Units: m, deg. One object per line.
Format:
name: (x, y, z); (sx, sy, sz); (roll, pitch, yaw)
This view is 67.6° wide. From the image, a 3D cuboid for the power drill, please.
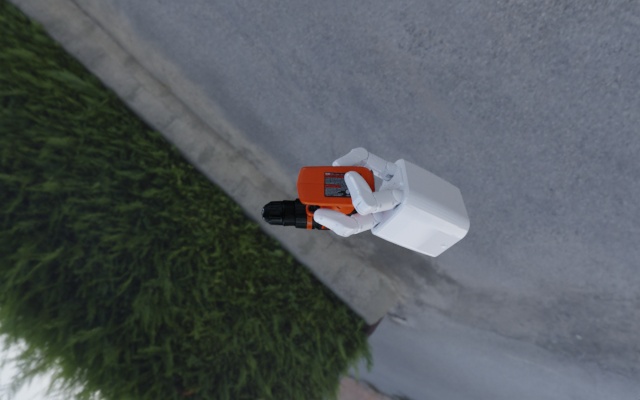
power drill: (0.000, 0.002, 0.721); (0.184, 0.057, 0.188); (-1, -14, -4)
